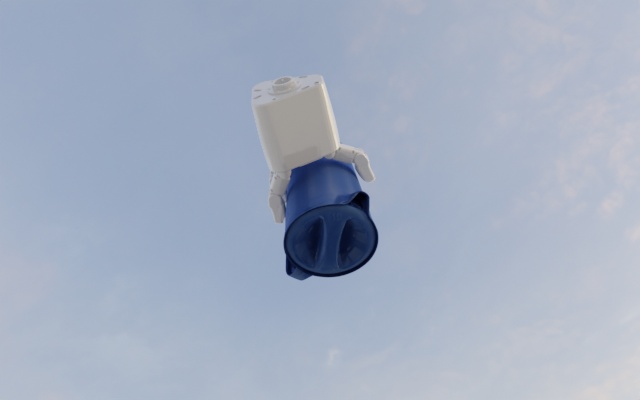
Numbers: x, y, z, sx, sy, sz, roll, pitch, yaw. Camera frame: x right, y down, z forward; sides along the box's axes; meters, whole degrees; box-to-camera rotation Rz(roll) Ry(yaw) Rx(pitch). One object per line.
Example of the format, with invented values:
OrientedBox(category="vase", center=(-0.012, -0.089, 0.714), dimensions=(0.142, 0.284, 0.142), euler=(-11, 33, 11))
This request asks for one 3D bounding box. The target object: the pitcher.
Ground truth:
OrientedBox(category="pitcher", center=(0.000, 0.002, 0.761), dimensions=(0.149, 0.145, 0.242), euler=(-13, 34, 4))
